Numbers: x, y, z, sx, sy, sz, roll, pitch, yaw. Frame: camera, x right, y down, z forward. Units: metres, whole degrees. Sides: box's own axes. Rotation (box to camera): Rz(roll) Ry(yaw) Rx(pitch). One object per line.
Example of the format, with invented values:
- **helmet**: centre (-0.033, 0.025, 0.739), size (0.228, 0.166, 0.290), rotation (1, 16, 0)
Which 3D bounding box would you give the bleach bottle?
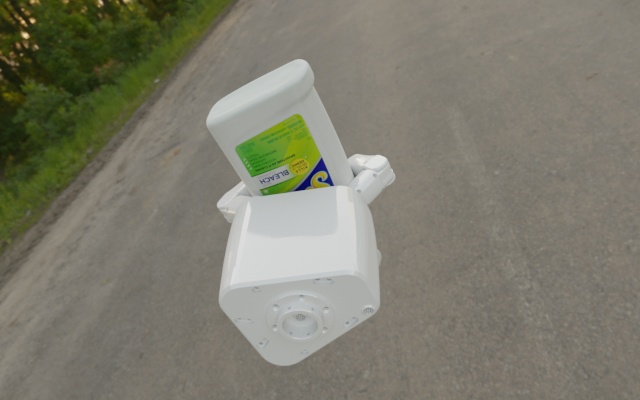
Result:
- **bleach bottle**: centre (0.000, 0.001, 0.460), size (0.102, 0.251, 0.068), rotation (-24, 30, 14)
